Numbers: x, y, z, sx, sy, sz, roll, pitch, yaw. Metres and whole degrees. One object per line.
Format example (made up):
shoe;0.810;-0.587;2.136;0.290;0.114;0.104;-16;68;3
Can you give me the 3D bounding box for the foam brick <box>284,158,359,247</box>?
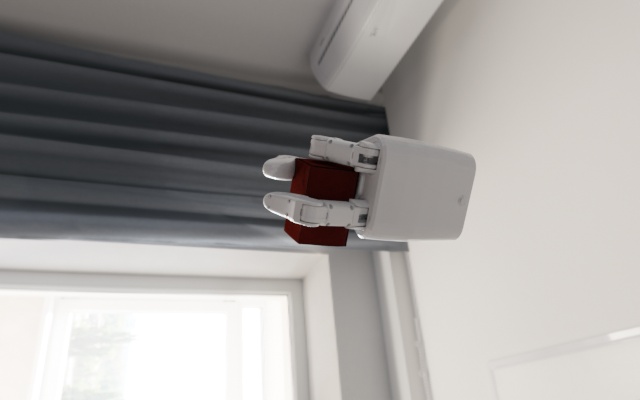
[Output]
foam brick;0.000;0.002;0.470;0.051;0.078;0.053;6;11;-21
